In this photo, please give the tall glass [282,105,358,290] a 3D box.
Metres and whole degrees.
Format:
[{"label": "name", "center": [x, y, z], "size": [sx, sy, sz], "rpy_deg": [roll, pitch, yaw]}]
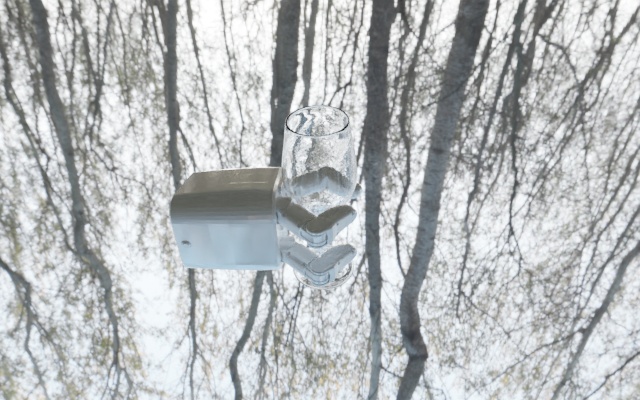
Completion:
[{"label": "tall glass", "center": [0.000, 0.002, 0.514], "size": [0.079, 0.201, 0.079], "rpy_deg": [-1, 38, 1]}]
